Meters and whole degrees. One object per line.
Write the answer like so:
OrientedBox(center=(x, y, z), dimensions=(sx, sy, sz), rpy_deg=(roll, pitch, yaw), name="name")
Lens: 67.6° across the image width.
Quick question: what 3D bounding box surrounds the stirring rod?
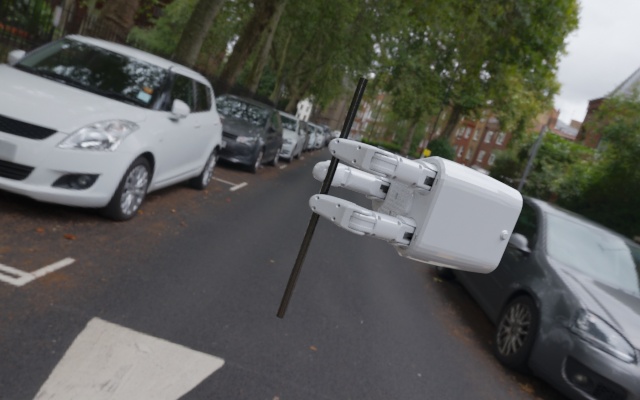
OrientedBox(center=(0.000, 0.002, 0.452), dimensions=(0.011, 0.239, 0.011), rpy_deg=(19, 8, -3), name="stirring rod")
